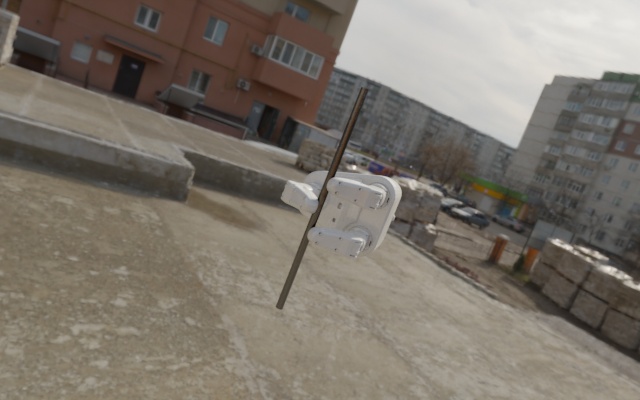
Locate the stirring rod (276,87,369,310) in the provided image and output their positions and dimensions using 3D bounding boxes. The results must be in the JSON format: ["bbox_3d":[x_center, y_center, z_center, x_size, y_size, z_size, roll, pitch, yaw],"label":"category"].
[{"bbox_3d":[0.000,0.002,0.484,0.011,0.239,0.011,21,8,-3],"label":"stirring rod"}]
